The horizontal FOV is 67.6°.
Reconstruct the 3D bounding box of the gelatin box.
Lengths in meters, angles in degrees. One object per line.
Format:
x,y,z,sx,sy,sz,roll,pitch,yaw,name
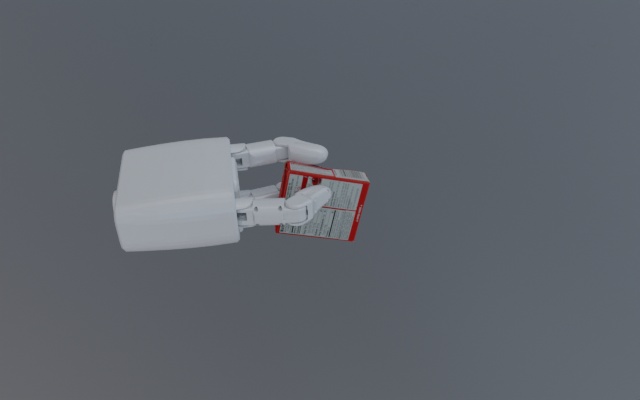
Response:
0.000,0.002,0.505,0.089,0.073,0.030,8,26,-11,gelatin box
